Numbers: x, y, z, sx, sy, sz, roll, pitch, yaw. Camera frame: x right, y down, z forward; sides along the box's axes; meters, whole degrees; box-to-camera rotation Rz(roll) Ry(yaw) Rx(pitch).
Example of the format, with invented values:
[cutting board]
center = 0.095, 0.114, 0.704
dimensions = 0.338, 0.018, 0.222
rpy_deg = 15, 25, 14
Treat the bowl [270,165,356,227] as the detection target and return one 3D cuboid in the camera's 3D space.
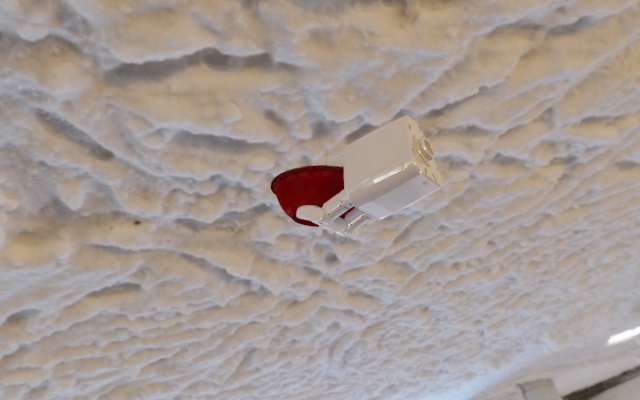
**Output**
[bowl]
center = -0.001, 0.003, 0.761
dimensions = 0.162, 0.055, 0.162
rpy_deg = 0, -21, 0
